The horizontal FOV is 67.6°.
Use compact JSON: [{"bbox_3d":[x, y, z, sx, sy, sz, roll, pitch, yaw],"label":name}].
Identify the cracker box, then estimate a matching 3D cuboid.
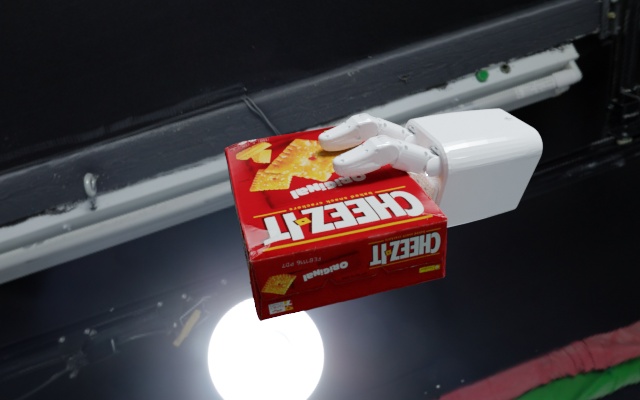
[{"bbox_3d":[0.000,0.002,0.464,0.164,0.072,0.213,-12,32,-10],"label":"cracker box"}]
